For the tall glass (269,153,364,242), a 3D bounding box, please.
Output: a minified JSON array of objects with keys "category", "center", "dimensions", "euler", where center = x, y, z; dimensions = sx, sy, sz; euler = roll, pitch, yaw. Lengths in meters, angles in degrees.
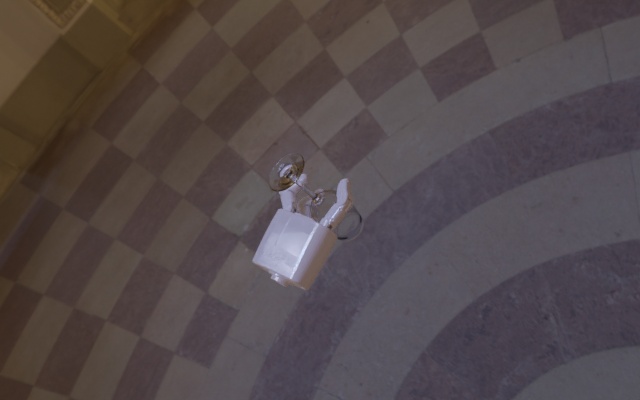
[{"category":"tall glass","center":[0.000,0.002,0.849],"dimensions":[0.079,0.079,0.201],"euler":[0,-30,41]}]
